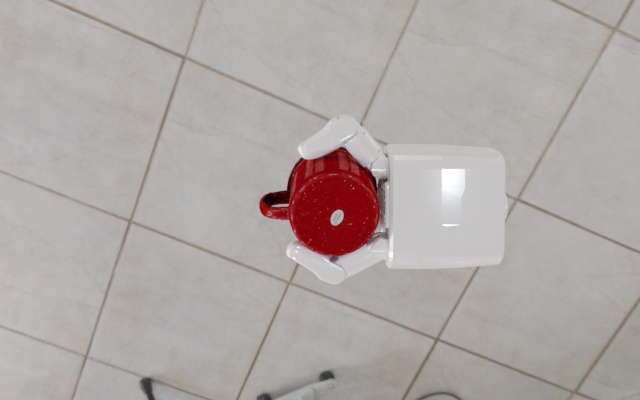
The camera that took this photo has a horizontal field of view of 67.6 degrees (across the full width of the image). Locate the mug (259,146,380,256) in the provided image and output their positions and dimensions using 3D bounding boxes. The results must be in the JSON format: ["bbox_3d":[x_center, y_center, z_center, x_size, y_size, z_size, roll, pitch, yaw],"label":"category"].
[{"bbox_3d":[-0.001,0.001,0.454,0.117,0.093,0.081,-1,18,0],"label":"mug"}]
